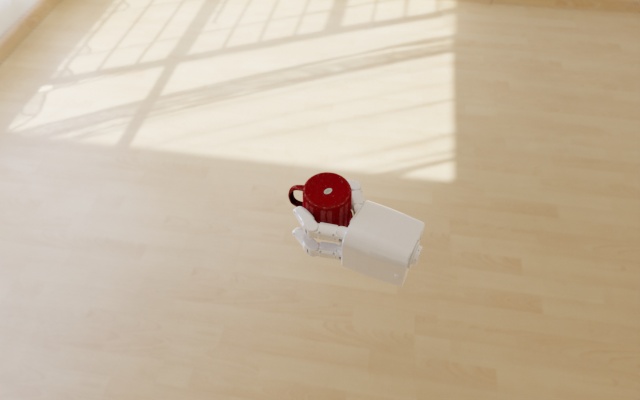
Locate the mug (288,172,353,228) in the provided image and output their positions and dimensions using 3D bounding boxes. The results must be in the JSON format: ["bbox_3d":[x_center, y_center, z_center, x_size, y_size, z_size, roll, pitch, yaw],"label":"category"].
[{"bbox_3d":[-0.001,0.002,0.813,0.117,0.093,0.082,19,-36,14],"label":"mug"}]
